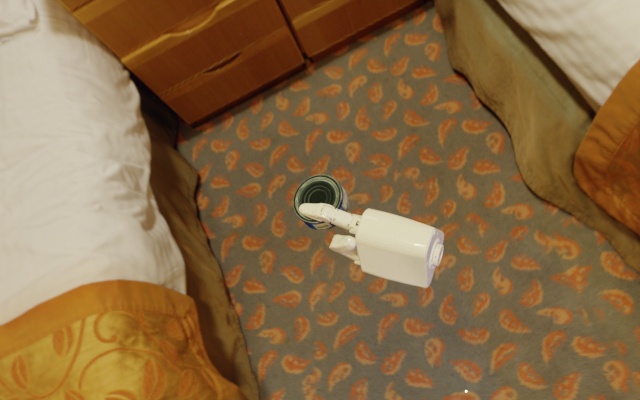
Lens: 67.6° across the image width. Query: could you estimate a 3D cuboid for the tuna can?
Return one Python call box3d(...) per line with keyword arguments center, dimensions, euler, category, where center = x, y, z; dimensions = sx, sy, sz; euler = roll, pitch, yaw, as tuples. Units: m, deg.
box3d(center=(0.000, 0.002, 0.759), dimensions=(0.086, 0.086, 0.034), euler=(0, -22, 23), category="tuna can")
